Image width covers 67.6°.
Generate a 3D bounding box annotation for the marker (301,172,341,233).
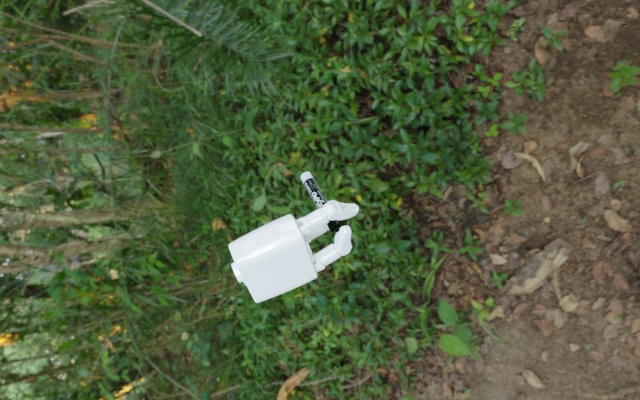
[{"bbox_3d":[0.000,0.002,0.749,0.020,0.121,0.020,-20,-35,-15],"label":"marker"}]
